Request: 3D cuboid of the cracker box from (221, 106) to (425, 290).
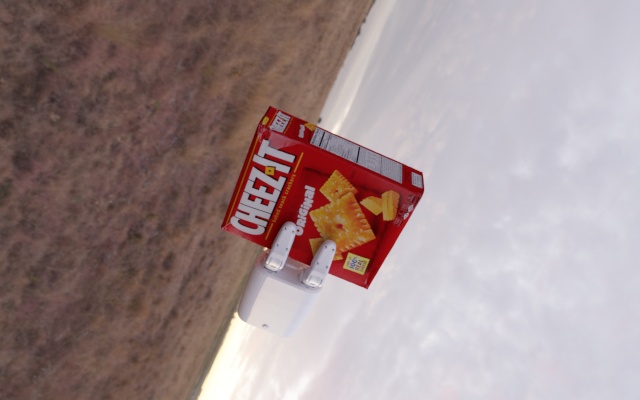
[{"bbox_3d":[0.000,0.002,0.611,0.214,0.164,0.072,23,30,-5],"label":"cracker box"}]
